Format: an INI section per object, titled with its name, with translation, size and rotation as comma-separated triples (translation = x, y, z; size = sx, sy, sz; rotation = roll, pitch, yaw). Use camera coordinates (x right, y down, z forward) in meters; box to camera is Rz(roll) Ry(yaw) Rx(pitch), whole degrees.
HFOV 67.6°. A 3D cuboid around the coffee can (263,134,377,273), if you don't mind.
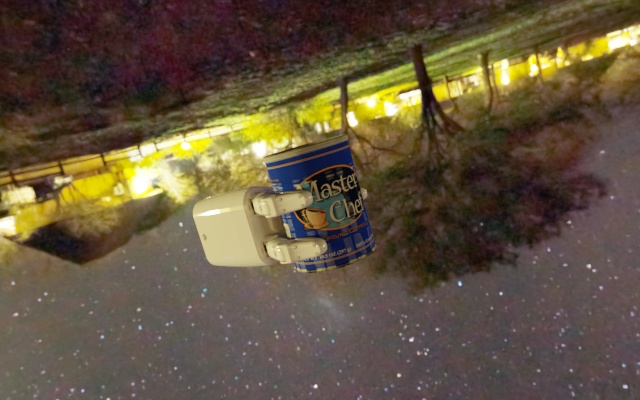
[coffee can]
translation = 0.000, 0.002, 0.570
size = 0.103, 0.140, 0.103
rotation = -15, 8, 2
